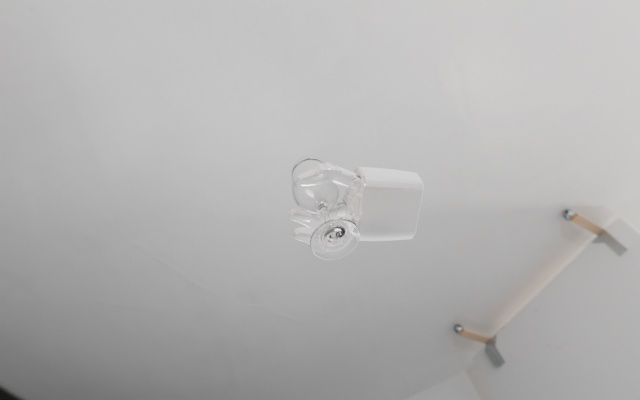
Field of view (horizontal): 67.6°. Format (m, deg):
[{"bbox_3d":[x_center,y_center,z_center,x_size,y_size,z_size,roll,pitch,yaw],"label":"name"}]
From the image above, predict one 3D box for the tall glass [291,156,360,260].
[{"bbox_3d":[0.000,0.003,0.761,0.079,0.079,0.201,0,33,-15],"label":"tall glass"}]
